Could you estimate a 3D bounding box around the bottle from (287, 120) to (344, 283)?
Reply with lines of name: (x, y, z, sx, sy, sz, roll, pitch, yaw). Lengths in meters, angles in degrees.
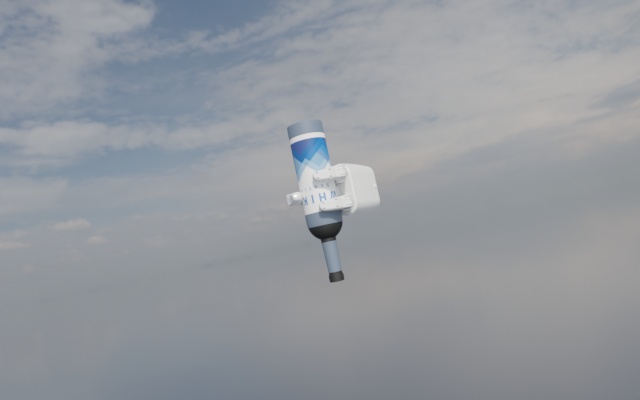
bottle: (0.000, 0.003, 0.879, 0.069, 0.295, 0.069, -12, -5, -1)
